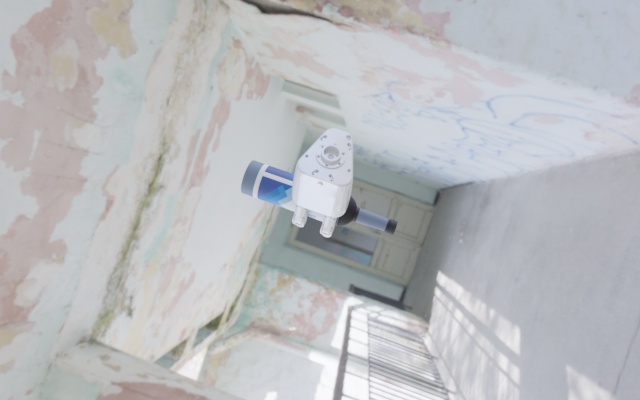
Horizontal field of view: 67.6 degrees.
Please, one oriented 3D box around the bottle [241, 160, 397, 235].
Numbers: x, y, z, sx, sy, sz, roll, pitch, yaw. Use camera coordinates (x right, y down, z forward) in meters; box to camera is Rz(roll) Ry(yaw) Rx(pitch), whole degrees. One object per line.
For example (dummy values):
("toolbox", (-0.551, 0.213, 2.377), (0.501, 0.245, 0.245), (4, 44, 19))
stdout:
("bottle", (0.000, 0.003, 0.897), (0.295, 0.069, 0.069), (19, 1, 5))
